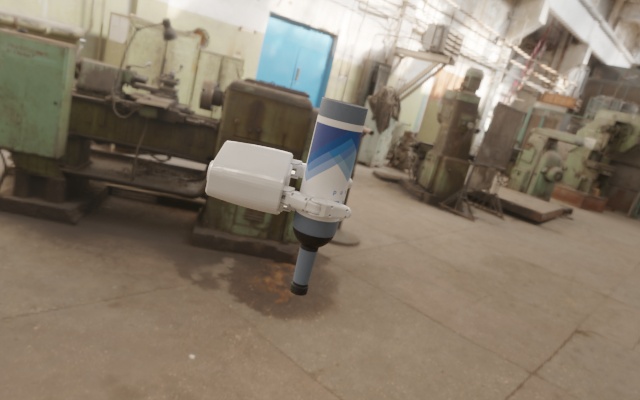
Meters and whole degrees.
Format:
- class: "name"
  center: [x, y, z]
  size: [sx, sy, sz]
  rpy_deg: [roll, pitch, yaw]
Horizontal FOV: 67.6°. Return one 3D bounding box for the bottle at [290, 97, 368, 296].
- class: "bottle"
  center: [0.000, 0.002, 0.702]
  size: [0.069, 0.296, 0.069]
  rpy_deg: [13, 14, -3]
